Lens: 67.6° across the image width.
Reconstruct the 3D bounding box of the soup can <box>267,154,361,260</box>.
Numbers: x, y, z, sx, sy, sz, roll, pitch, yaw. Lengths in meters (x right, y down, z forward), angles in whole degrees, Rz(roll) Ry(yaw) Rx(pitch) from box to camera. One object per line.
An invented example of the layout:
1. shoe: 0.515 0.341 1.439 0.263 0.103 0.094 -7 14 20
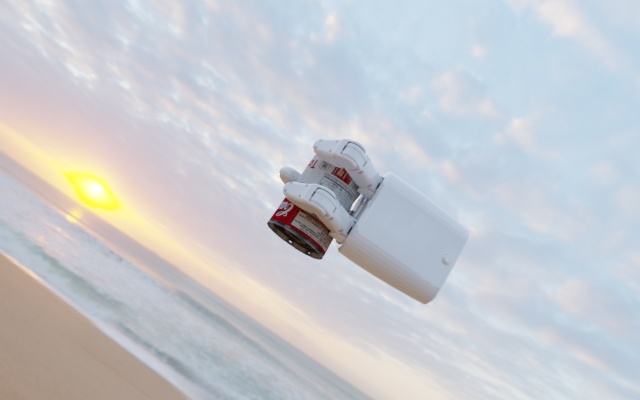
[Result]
1. soup can: 0.000 0.001 0.504 0.068 0.102 0.068 31 -16 10
